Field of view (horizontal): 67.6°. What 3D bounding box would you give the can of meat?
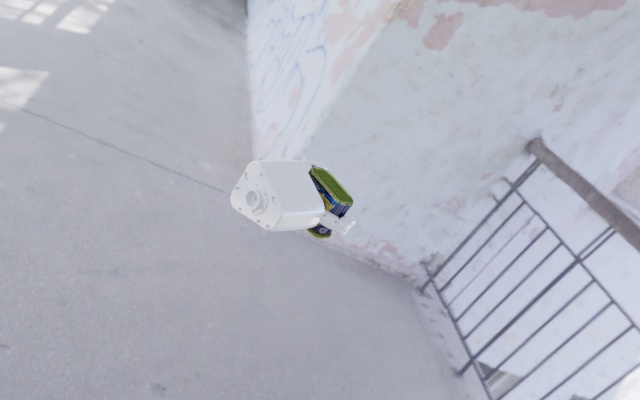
[{"bbox_3d":[0.000,0.003,0.851,0.057,0.084,0.102,-1,43,-52],"label":"can of meat"}]
